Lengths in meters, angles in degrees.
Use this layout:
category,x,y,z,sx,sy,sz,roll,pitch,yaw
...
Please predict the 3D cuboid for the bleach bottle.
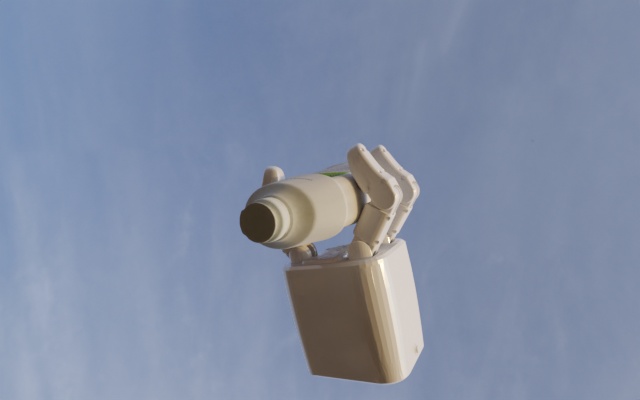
category,x,y,z,sx,sy,sz,roll,pitch,yaw
bleach bottle,0.000,0.001,0.438,0.102,0.068,0.251,-10,3,25
